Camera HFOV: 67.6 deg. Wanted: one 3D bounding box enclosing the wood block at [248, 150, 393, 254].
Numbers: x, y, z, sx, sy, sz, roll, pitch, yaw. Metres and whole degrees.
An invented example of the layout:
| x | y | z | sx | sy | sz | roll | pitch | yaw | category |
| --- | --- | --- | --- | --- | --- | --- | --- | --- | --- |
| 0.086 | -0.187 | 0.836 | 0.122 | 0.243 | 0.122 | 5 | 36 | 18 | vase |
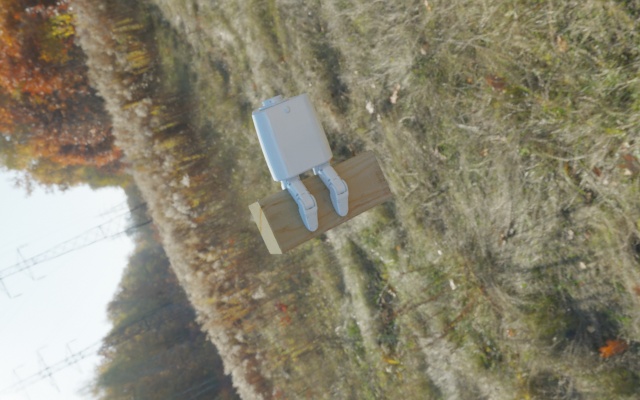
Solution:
| x | y | z | sx | sy | sz | roll | pitch | yaw | category |
| --- | --- | --- | --- | --- | --- | --- | --- | --- | --- |
| 0.000 | 0.002 | 0.780 | 0.206 | 0.090 | 0.091 | -26 | 3 | -19 | wood block |
